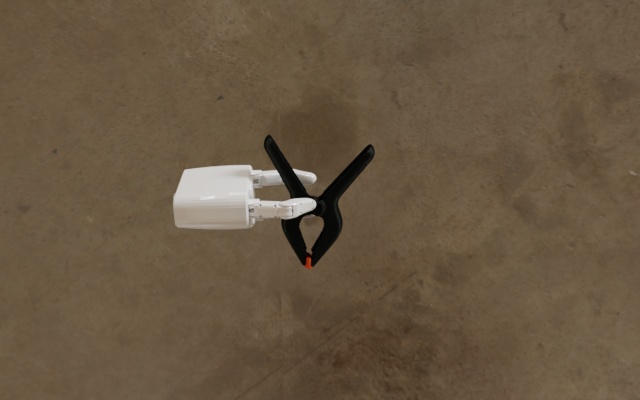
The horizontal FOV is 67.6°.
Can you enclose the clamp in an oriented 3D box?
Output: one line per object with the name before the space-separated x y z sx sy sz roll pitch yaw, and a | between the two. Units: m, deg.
clamp | 0.000 0.003 0.731 0.164 0.210 0.036 -1 15 -1
